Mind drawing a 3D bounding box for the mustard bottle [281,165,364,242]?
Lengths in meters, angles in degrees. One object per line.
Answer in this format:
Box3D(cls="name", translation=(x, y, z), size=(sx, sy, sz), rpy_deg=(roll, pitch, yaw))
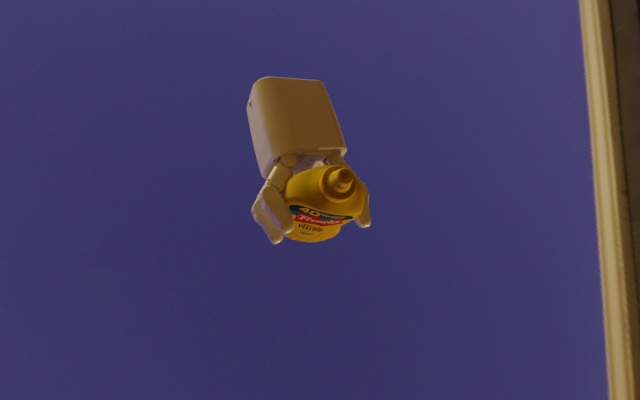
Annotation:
Box3D(cls="mustard bottle", translation=(0.000, 0.002, 0.587), size=(0.096, 0.058, 0.192), rpy_deg=(14, -21, -12))
